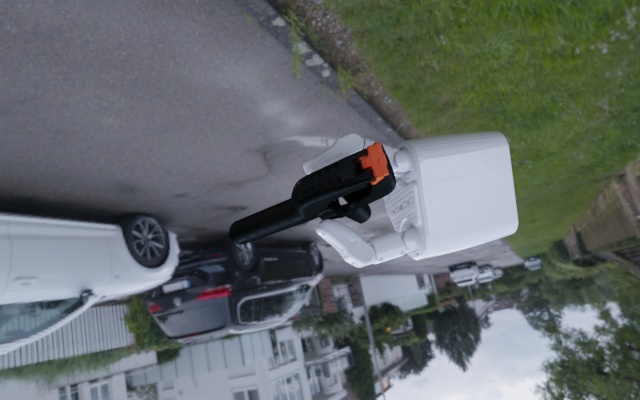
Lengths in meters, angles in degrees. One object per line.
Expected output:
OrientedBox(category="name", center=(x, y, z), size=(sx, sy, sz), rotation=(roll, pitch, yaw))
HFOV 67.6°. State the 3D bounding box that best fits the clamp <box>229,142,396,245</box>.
OrientedBox(category="clamp", center=(0.001, 0.002, 0.448), size=(0.164, 0.036, 0.210), rotation=(-11, -13, -16))
